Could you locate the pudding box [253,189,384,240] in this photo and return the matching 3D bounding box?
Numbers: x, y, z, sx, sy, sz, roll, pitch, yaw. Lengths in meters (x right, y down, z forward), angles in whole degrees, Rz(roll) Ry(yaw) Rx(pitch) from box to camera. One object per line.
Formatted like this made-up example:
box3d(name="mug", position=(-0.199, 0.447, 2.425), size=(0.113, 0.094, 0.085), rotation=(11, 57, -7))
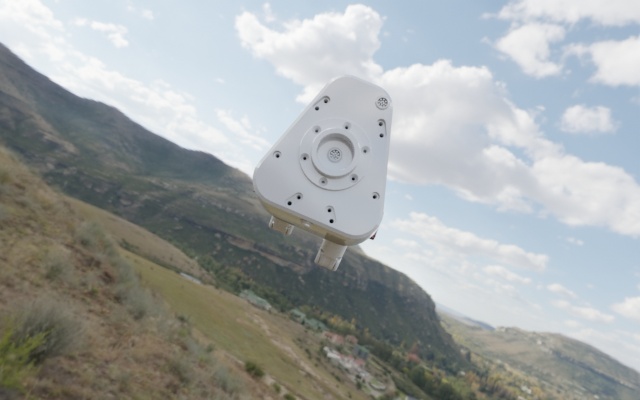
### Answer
box3d(name="pudding box", position=(0.000, 0.001, 0.505), size=(0.113, 0.039, 0.090), rotation=(21, -6, 30))
